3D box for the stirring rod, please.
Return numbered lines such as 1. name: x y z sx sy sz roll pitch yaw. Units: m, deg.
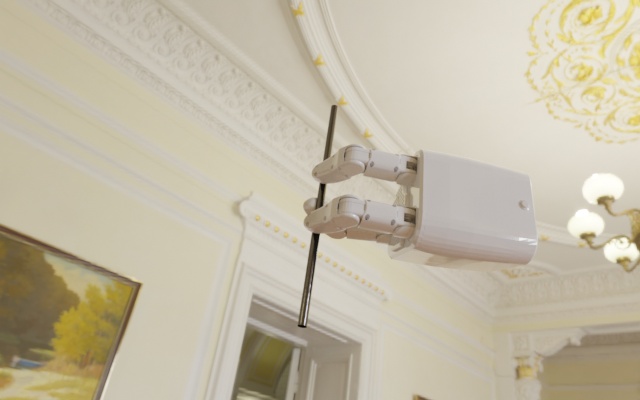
1. stirring rod: 0.000 0.002 0.454 0.011 0.239 0.011 6 -31 4
